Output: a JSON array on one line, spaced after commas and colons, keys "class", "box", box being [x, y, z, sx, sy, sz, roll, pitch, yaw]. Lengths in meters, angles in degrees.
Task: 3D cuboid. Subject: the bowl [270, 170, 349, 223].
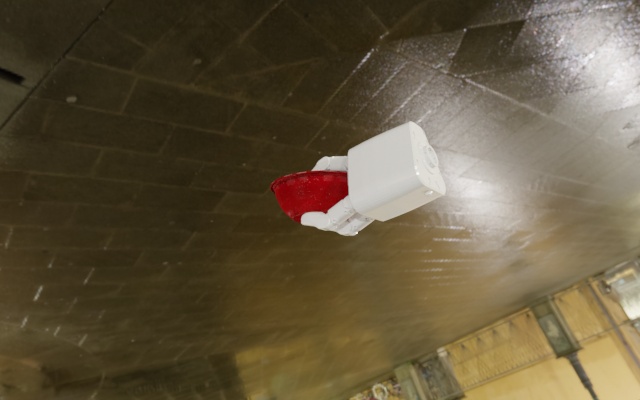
[{"class": "bowl", "box": [-0.001, 0.003, 0.767, 0.162, 0.055, 0.162, -2, -15, 0]}]
